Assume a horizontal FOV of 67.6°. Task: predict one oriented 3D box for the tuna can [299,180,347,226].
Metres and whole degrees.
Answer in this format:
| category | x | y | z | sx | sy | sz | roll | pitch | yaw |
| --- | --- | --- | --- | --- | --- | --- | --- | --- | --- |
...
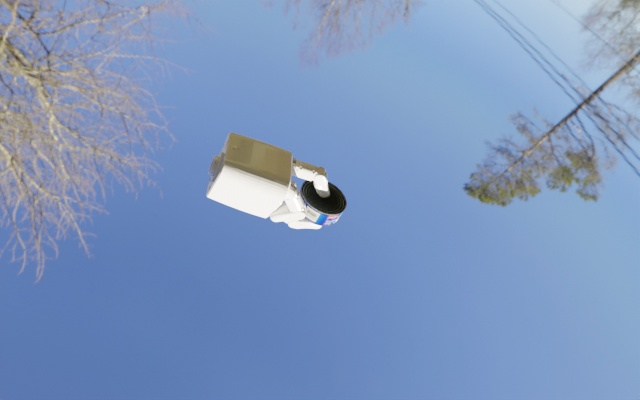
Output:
| category | x | y | z | sx | sy | sz | roll | pitch | yaw |
| --- | --- | --- | --- | --- | --- | --- | --- | --- | --- |
| tuna can | 0.000 | 0.003 | 0.832 | 0.086 | 0.086 | 0.034 | 0 | -42 | -33 |
